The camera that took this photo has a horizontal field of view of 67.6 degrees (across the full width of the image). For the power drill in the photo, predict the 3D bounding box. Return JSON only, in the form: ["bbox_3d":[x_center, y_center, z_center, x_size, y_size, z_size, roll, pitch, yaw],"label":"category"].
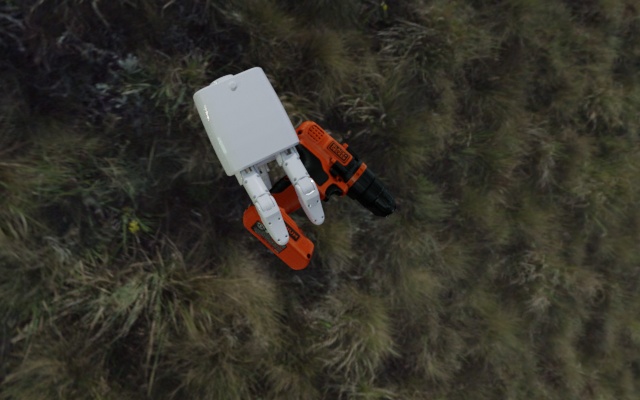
[{"bbox_3d":[0.000,0.002,0.656,0.184,0.187,0.057,41,-33,-3],"label":"power drill"}]
